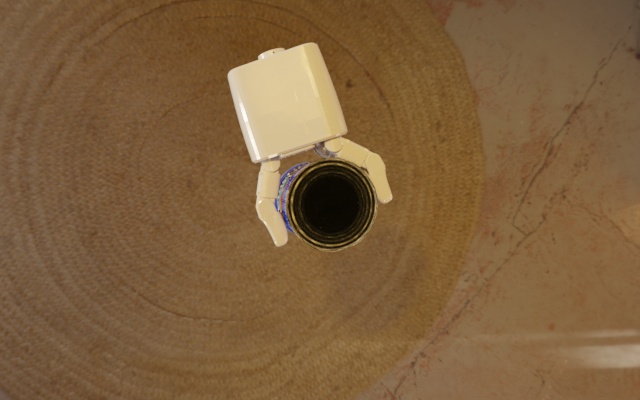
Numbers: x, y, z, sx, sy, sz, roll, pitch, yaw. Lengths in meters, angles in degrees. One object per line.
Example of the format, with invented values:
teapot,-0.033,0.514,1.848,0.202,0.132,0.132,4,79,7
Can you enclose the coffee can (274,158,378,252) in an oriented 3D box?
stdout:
coffee can,0.000,0.002,0.582,0.103,0.103,0.140,0,2,-11
